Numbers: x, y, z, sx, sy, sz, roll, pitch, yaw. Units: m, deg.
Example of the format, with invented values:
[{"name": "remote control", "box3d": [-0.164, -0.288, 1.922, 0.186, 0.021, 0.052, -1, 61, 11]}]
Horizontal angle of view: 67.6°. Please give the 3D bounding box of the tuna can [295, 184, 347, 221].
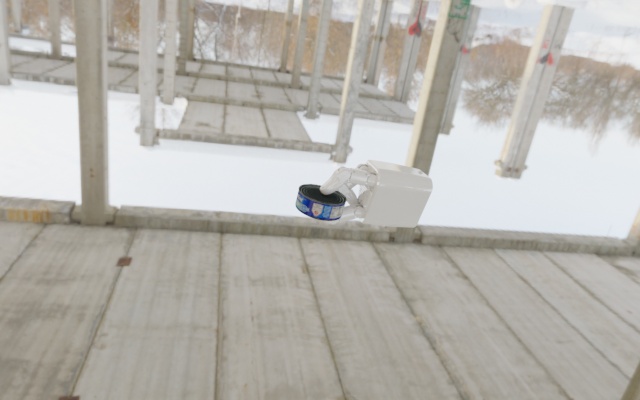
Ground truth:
[{"name": "tuna can", "box3d": [0.000, 0.003, 0.827, 0.086, 0.034, 0.086, 13, 20, -5]}]
